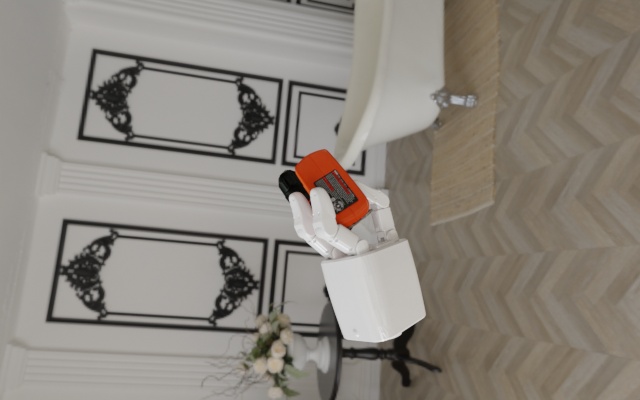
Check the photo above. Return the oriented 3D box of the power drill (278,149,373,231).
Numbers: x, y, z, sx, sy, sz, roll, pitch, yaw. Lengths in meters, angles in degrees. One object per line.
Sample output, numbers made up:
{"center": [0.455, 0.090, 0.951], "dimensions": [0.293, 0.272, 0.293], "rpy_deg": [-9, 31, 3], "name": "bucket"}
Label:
{"center": [0.000, 0.002, 0.676], "dimensions": [0.057, 0.184, 0.188], "rpy_deg": [-36, -14, -14], "name": "power drill"}
